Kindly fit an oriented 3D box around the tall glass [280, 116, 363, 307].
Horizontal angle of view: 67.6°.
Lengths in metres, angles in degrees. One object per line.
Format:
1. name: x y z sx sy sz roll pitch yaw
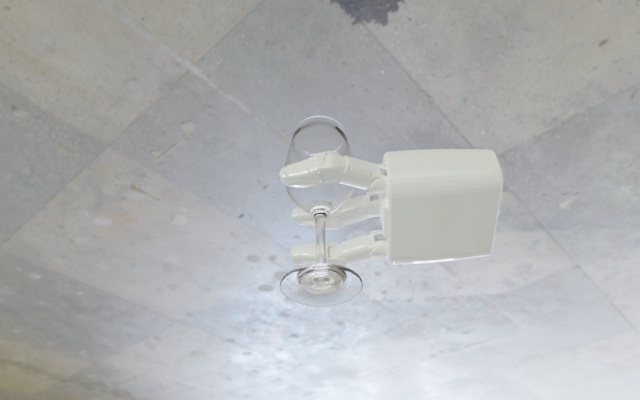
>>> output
1. tall glass: 0.000 0.002 0.489 0.079 0.200 0.079 -1 -40 -1
